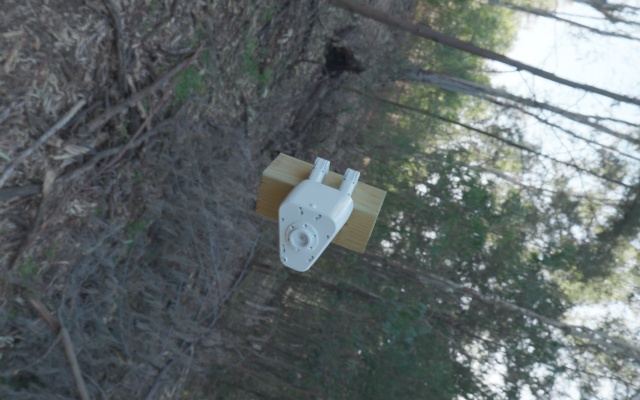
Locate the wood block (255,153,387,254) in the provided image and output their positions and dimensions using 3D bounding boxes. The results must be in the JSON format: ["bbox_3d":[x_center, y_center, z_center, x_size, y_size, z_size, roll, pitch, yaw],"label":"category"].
[{"bbox_3d":[0.000,0.003,0.851,0.206,0.091,0.090,21,34,7],"label":"wood block"}]
